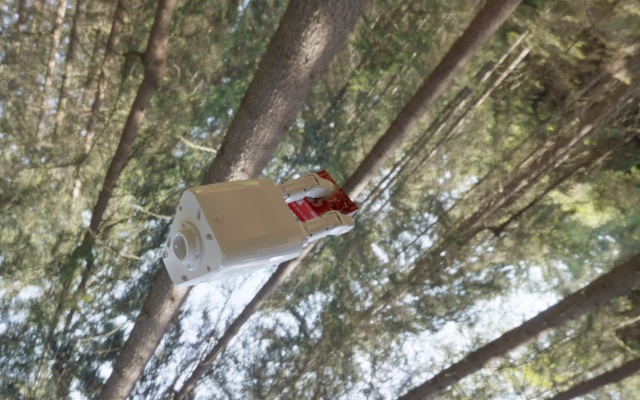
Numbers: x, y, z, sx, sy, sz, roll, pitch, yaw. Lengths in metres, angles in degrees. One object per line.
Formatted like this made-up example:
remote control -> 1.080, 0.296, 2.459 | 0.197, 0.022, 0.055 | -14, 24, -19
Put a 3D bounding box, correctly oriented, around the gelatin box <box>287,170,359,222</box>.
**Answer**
gelatin box -> 0.000, 0.002, 0.624 | 0.030, 0.073, 0.089 | -48, -13, 32
